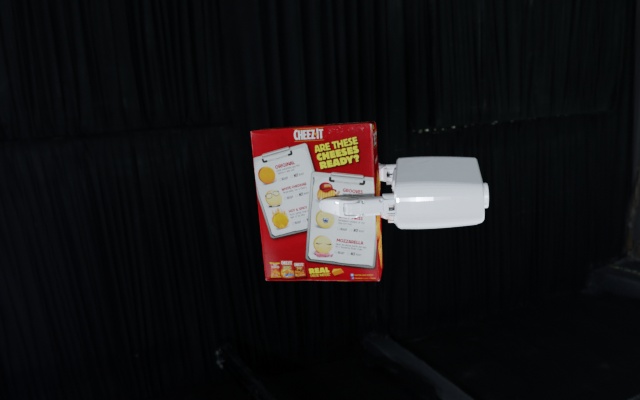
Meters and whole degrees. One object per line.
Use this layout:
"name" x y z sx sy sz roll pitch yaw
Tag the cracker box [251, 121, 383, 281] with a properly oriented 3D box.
"cracker box" 0.000 0.002 0.667 0.164 0.214 0.072 -2 12 11
